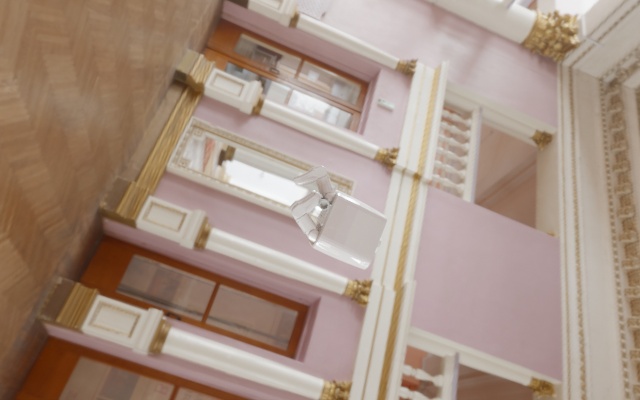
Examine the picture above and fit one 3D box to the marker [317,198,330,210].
[{"bbox_3d":[0.000,0.003,0.874,0.020,0.020,0.121,0,5,-6],"label":"marker"}]
